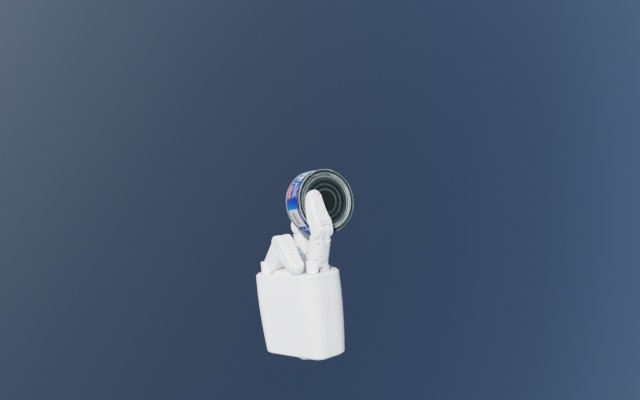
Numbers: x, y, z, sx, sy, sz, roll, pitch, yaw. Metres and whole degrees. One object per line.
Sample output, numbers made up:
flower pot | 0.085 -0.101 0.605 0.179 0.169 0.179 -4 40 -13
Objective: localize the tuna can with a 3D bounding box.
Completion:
tuna can | 0.000 0.002 0.622 0.086 0.086 0.034 0 -6 -30
